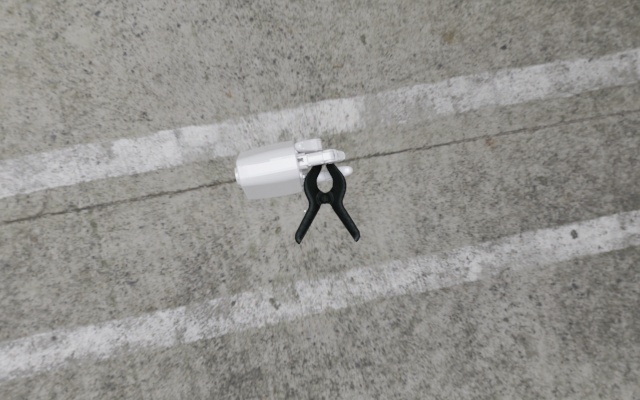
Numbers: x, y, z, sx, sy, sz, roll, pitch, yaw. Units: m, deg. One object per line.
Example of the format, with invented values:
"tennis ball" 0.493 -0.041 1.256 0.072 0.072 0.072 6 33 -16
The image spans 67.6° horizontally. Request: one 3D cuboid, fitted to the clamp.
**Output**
"clamp" 0.000 0.003 0.882 0.120 0.171 0.039 -11 -1 -2
